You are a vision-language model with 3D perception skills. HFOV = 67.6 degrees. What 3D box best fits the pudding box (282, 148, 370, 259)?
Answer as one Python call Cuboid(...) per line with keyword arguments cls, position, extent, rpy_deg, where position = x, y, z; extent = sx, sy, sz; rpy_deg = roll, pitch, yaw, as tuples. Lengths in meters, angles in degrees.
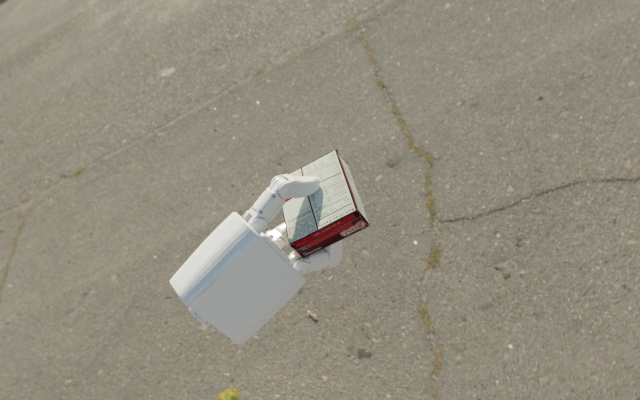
Cuboid(cls="pudding box", position=(0.000, 0.002, 0.571), extent=(0.090, 0.113, 0.039), rpy_deg=(-26, -43, 12))
